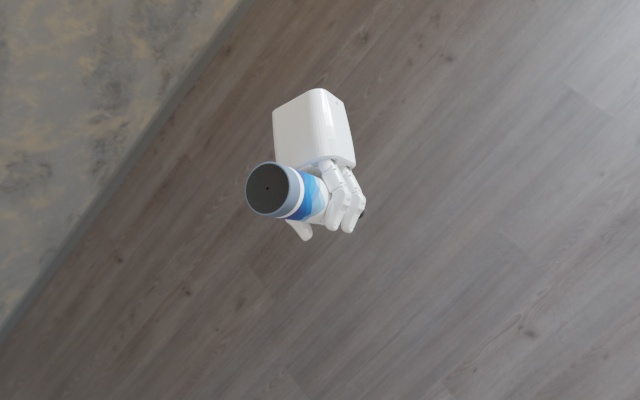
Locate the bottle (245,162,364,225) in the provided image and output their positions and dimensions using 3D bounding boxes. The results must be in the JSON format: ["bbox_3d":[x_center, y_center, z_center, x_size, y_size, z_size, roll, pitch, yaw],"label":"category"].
[{"bbox_3d":[0.000,0.002,0.709,0.069,0.069,0.296,0,-7,26],"label":"bottle"}]
